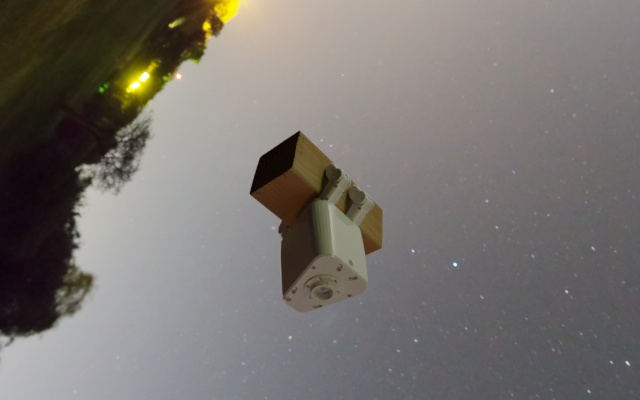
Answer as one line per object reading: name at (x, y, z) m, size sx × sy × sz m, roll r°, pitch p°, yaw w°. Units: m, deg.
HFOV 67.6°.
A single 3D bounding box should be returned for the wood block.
wood block at (0.000, 0.003, 0.747) m, size 0.091 × 0.090 × 0.206 m, roll -29°, pitch -55°, yaw 31°
